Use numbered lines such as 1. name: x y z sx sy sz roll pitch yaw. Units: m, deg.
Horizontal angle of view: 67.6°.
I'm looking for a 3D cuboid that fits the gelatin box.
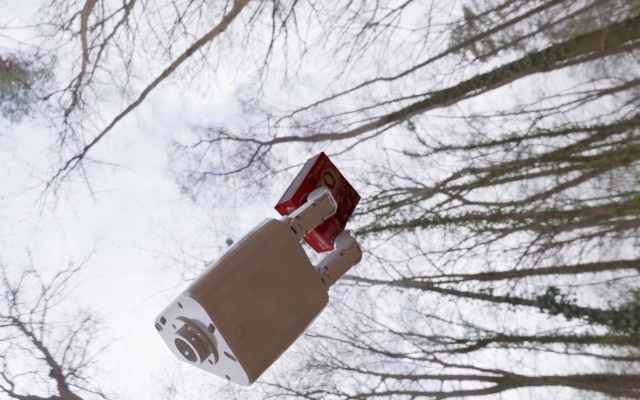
1. gelatin box: 0.000 0.002 0.520 0.030 0.073 0.089 -22 27 43
